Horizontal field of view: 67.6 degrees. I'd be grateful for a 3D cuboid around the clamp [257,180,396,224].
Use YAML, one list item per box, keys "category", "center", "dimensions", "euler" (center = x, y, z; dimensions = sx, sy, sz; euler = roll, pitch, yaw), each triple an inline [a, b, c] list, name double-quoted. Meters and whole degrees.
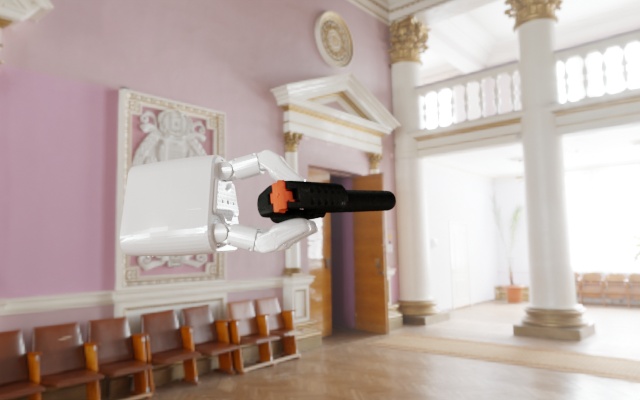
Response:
- category: "clamp"
  center: [0.000, 0.001, 0.524]
  dimensions: [0.164, 0.036, 0.210]
  euler: [-8, -6, 8]
